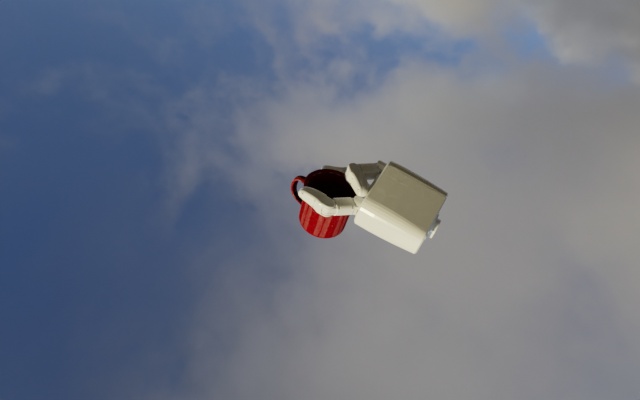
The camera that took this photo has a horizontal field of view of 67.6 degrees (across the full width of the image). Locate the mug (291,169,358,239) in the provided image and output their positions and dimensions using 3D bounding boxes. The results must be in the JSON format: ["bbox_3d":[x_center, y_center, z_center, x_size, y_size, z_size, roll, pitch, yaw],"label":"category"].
[{"bbox_3d":[-0.001,0.002,0.790,0.117,0.082,0.093,30,46,13],"label":"mug"}]
